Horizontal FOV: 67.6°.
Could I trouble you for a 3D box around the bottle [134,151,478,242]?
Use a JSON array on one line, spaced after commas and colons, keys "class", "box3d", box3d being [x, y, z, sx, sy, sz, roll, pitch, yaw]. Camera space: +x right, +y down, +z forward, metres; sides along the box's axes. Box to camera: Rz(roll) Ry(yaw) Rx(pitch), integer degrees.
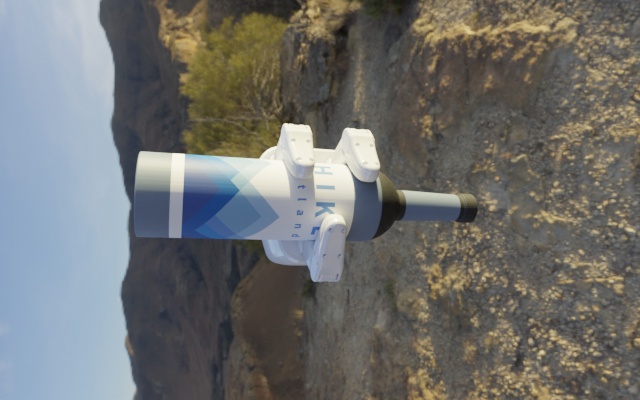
[{"class": "bottle", "box3d": [0.000, 0.001, 0.411, 0.296, 0.069, 0.069, 3, -1, -16]}]
